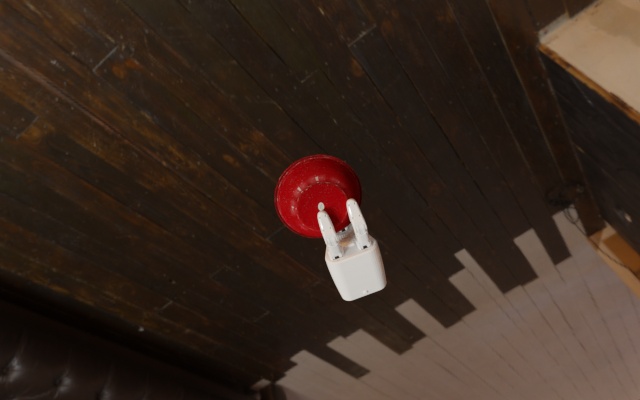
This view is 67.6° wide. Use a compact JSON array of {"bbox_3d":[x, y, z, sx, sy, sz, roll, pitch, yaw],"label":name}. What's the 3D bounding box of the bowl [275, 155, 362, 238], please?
[{"bbox_3d":[-0.001,0.002,0.848,0.162,0.162,0.055,0,19,-8],"label":"bowl"}]
